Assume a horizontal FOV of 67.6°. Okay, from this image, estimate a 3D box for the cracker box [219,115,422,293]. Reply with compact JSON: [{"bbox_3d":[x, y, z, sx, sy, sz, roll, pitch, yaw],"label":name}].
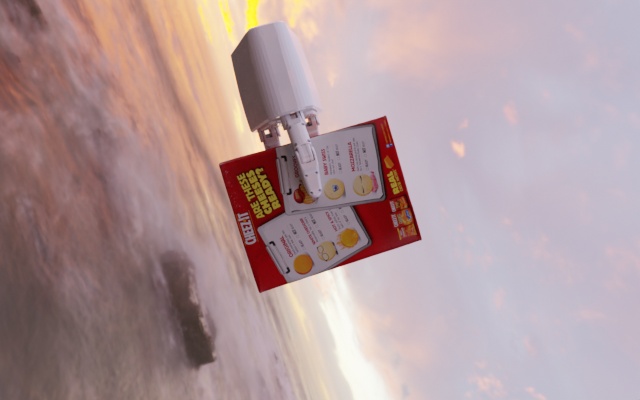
[{"bbox_3d":[0.000,0.002,0.606,0.213,0.164,0.072,-17,3,-7],"label":"cracker box"}]
